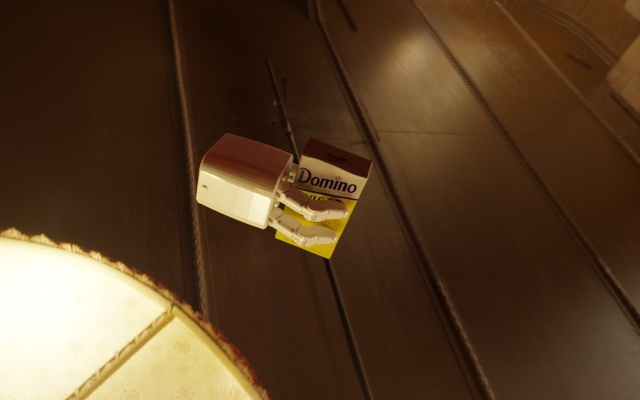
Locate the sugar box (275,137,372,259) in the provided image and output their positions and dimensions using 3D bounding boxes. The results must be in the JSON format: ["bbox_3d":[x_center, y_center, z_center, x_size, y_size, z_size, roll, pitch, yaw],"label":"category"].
[{"bbox_3d":[0.000,0.003,0.682,0.093,0.048,0.176,21,-44,0],"label":"sugar box"}]
